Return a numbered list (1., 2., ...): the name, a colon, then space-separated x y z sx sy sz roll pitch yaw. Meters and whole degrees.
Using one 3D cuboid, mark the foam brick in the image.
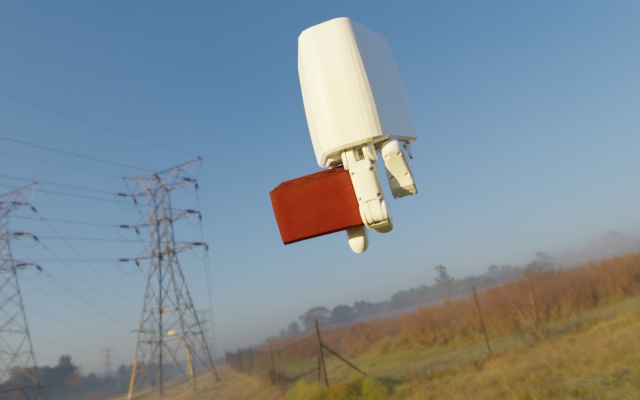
1. foam brick: 0.000 0.002 0.442 0.078 0.051 0.053 -15 11 13
